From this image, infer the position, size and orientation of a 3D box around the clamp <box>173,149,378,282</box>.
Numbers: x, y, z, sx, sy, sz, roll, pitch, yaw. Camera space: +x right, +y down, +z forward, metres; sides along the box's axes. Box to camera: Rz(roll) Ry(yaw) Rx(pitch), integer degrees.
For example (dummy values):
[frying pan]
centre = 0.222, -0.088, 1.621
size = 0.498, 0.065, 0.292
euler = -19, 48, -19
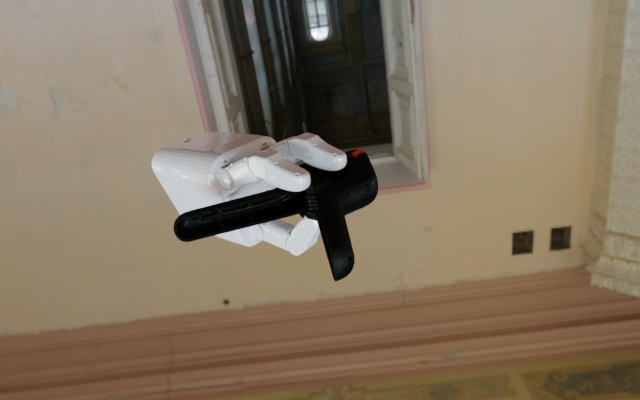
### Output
[clamp]
centre = 0.000, 0.002, 0.431
size = 0.164, 0.036, 0.210
euler = 15, 31, 34
